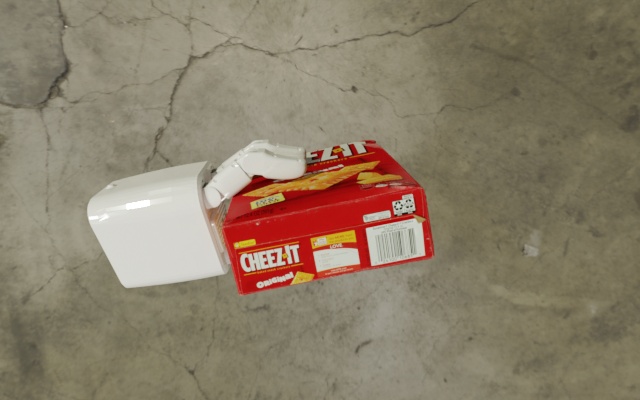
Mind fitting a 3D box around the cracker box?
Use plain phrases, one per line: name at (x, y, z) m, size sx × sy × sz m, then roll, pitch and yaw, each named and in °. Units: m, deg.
cracker box at (0.000, 0.002, 0.475) m, size 0.164 × 0.072 × 0.213 m, roll -11°, pitch 18°, yaw -1°
